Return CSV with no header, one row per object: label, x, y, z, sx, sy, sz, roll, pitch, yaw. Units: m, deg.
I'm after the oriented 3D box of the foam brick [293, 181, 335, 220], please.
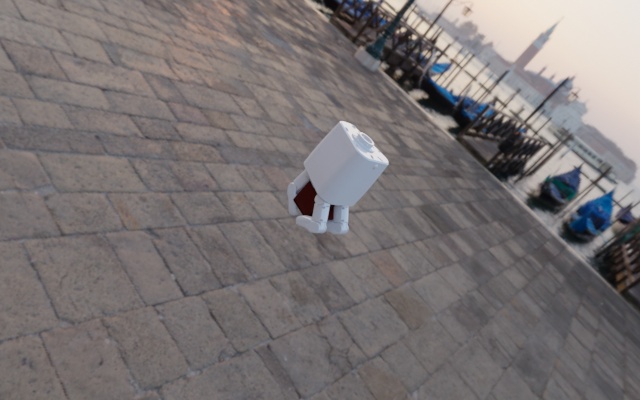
foam brick,0.000,0.003,0.883,0.051,0.053,0.078,-47,-29,25
